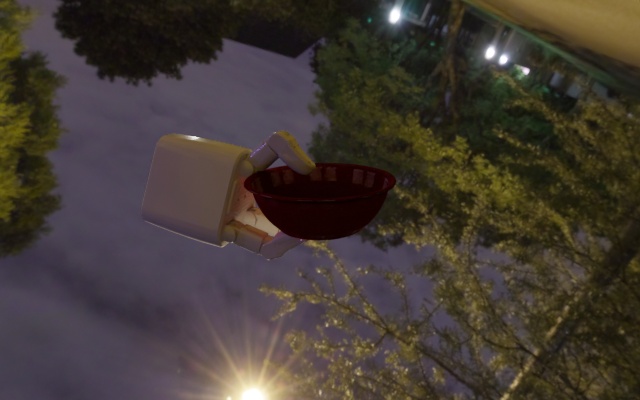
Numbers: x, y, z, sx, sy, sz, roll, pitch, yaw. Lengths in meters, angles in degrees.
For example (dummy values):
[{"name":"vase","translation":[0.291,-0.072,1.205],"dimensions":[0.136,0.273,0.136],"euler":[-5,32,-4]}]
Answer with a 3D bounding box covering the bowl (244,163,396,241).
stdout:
[{"name":"bowl","translation":[0.001,0.002,0.515],"dimensions":[0.162,0.055,0.162],"euler":[-1,16,0]}]
